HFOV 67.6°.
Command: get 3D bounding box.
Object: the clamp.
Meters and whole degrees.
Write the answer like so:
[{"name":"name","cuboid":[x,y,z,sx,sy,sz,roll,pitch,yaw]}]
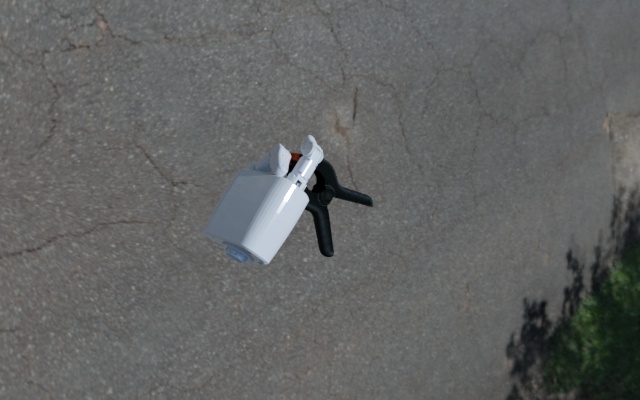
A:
[{"name":"clamp","cuboid":[0.000,0.002,0.713,0.171,0.120,0.039,41,-21,-29]}]
